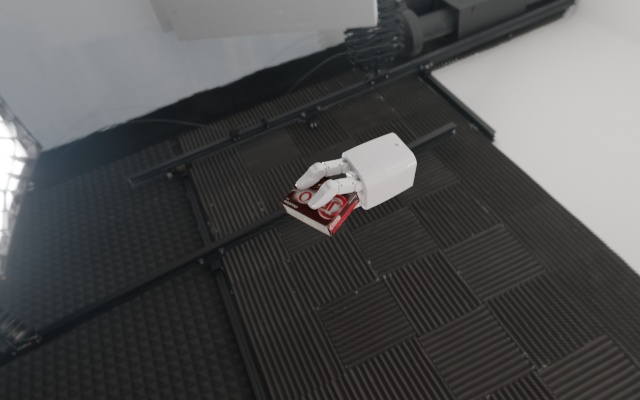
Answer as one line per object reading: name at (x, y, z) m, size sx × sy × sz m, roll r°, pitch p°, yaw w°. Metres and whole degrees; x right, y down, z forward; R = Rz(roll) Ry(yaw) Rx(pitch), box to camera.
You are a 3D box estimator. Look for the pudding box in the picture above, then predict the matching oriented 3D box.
pudding box at (0.000, 0.003, 0.863) m, size 0.113 × 0.090 × 0.039 m, roll 24°, pitch -28°, yaw 34°
